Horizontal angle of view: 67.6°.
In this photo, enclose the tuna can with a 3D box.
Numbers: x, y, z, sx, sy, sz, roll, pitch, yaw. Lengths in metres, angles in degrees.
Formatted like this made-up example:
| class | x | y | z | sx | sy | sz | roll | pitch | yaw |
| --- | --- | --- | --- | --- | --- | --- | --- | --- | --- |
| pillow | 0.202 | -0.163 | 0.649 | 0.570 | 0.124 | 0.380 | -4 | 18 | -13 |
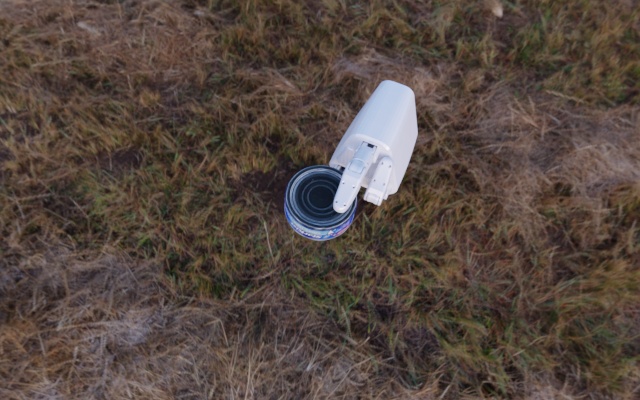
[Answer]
| class | x | y | z | sx | sy | sz | roll | pitch | yaw |
| --- | --- | --- | --- | --- | --- | --- | --- | --- | --- |
| tuna can | 0.000 | 0.002 | 0.565 | 0.086 | 0.086 | 0.034 | 0 | -25 | -5 |
